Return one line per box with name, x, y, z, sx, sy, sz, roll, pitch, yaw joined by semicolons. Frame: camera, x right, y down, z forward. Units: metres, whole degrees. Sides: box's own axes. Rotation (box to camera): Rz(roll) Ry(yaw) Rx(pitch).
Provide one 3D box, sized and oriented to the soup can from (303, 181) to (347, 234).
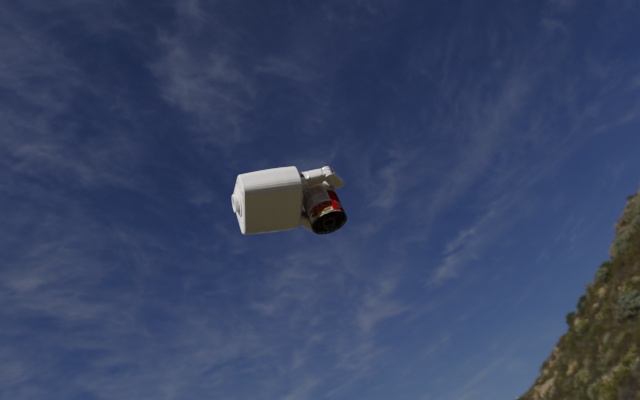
soup can;0.001;0.003;0.889;0.068;0.102;0.069;-15;-36;-11
